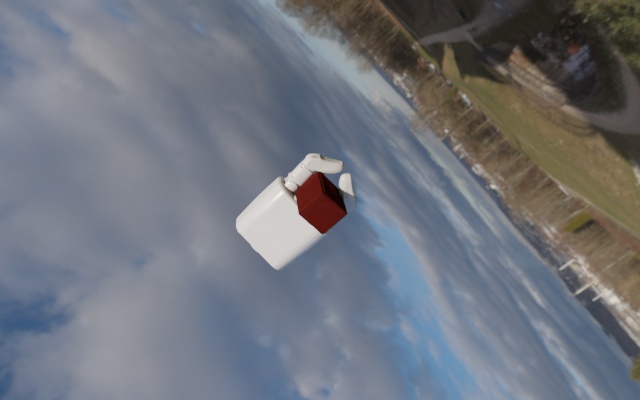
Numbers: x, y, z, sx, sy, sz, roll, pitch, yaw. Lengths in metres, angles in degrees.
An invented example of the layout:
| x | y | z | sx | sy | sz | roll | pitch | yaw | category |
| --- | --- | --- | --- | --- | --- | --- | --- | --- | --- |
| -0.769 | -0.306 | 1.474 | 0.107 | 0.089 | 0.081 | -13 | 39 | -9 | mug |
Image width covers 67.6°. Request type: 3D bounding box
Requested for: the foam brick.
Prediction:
| x | y | z | sx | sy | sz | roll | pitch | yaw | category |
| --- | --- | --- | --- | --- | --- | --- | --- | --- | --- |
| 0.000 | 0.002 | 0.715 | 0.053 | 0.051 | 0.078 | 43 | 16 | -24 | foam brick |
